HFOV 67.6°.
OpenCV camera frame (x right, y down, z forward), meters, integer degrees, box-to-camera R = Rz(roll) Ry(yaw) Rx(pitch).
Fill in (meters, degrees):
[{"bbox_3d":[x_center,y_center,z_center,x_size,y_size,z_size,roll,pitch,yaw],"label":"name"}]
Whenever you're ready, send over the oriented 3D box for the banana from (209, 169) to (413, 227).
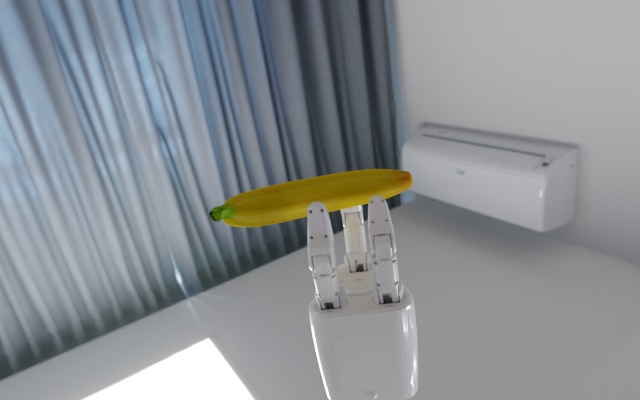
[{"bbox_3d":[-0.010,-0.001,0.462,0.198,0.037,0.069,-13,14,-19],"label":"banana"}]
